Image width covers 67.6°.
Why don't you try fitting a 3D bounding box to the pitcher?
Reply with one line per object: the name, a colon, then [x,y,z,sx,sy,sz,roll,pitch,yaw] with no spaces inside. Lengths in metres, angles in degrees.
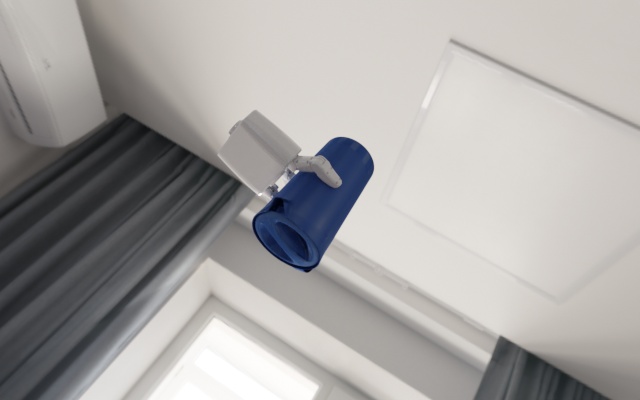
pitcher: [0.000,0.003,0.857,0.242,0.145,0.149,-52,7,-35]
